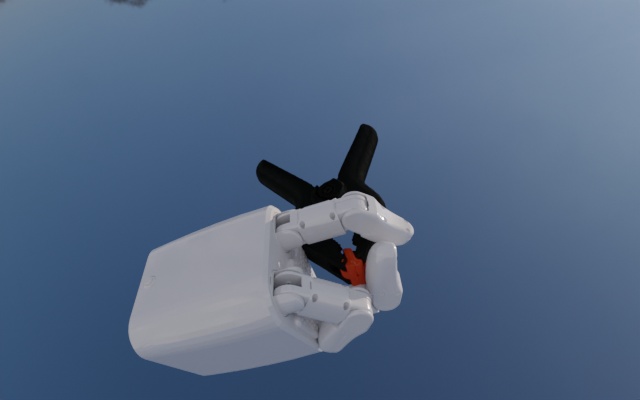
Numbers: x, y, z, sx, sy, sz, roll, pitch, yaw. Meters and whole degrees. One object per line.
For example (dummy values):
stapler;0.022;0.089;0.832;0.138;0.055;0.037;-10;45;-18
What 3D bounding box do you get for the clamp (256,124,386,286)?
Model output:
clamp;0.000;0.002;0.410;0.120;0.039;0.171;-18;40;12
